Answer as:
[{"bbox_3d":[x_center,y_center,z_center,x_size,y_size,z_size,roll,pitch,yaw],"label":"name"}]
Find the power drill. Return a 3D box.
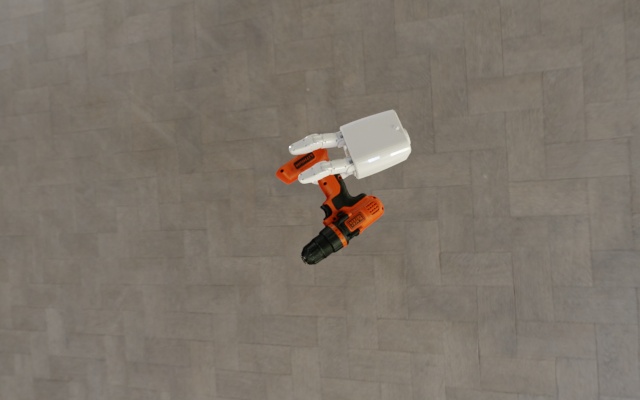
[{"bbox_3d":[0.000,0.002,0.892,0.184,0.187,0.057,-36,-1,-16],"label":"power drill"}]
